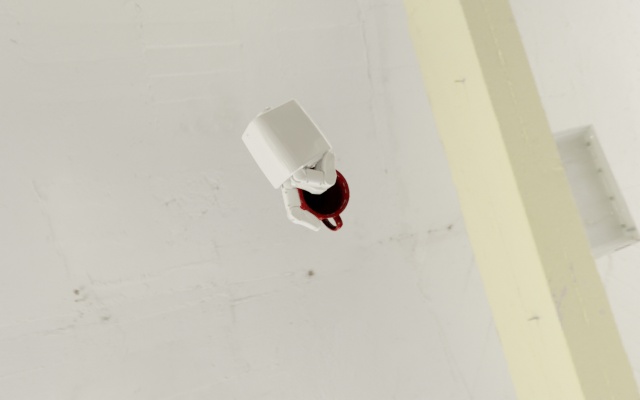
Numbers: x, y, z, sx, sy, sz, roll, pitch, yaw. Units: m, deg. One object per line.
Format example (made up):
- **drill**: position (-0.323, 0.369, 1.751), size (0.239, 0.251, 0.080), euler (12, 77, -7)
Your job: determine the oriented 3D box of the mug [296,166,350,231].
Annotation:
- **mug**: position (0.001, 0.004, 0.847), size (0.093, 0.117, 0.081), euler (-35, 2, -25)
